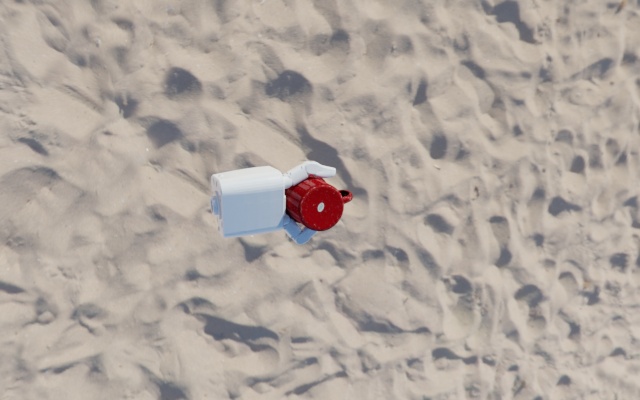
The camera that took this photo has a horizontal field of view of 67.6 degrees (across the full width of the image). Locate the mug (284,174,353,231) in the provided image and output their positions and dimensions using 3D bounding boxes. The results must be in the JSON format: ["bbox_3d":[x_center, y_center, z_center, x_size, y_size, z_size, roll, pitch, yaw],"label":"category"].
[{"bbox_3d":[0.002,0.003,0.822,0.117,0.093,0.081,-10,16,-19],"label":"mug"}]
